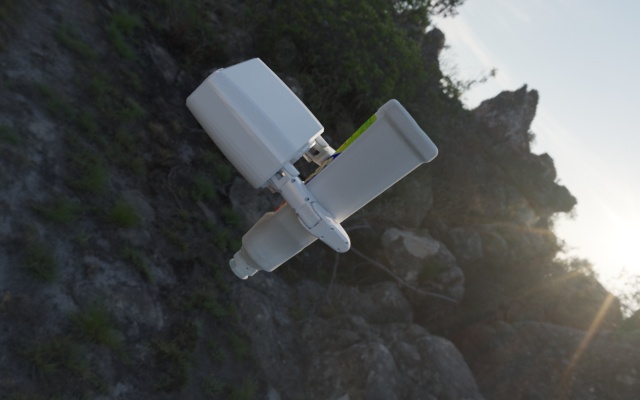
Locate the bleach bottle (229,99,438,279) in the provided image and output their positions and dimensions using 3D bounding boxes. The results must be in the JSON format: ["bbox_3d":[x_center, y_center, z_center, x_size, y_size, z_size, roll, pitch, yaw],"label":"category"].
[{"bbox_3d":[0.000,0.002,0.499,0.251,0.068,0.102,-40,7,14],"label":"bleach bottle"}]
